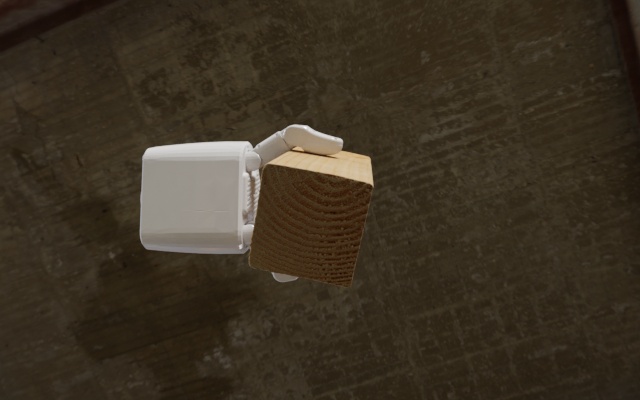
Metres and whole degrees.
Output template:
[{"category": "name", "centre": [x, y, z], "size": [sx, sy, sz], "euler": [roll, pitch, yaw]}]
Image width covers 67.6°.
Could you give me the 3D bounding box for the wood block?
[{"category": "wood block", "centre": [0.000, 0.001, 0.481], "size": [0.090, 0.091, 0.206], "euler": [11, 12, 3]}]
